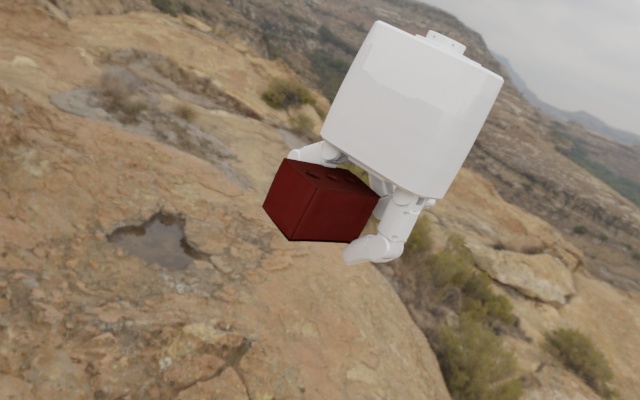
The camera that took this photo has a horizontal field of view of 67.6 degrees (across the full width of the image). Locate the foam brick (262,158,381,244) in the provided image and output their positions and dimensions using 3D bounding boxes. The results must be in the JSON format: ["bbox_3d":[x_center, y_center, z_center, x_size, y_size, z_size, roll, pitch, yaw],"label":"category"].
[{"bbox_3d":[0.000,0.001,0.411,0.078,0.051,0.053,6,29,-42],"label":"foam brick"}]
